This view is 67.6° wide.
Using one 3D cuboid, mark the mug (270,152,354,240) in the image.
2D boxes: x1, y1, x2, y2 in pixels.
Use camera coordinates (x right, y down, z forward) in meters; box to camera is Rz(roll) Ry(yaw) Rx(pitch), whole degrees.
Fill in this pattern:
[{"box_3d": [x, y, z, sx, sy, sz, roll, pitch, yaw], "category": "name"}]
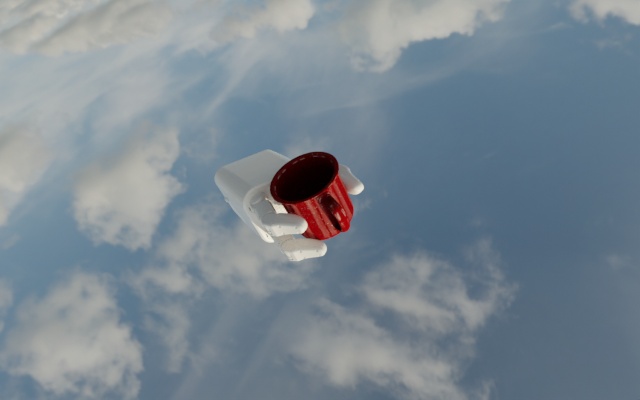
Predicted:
[{"box_3d": [0.001, 0.003, 0.608, 0.093, 0.081, 0.117, -40, 41, -14], "category": "mug"}]
